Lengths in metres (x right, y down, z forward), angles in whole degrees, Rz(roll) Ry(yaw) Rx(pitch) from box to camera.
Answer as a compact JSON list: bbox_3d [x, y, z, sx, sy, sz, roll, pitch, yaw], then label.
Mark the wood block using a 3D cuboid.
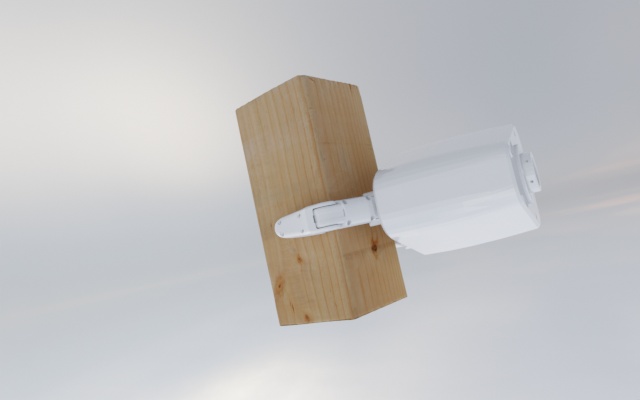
[{"bbox_3d":[0.000,0.002,0.447,0.090,0.206,0.091,-17,-7,40],"label":"wood block"}]
